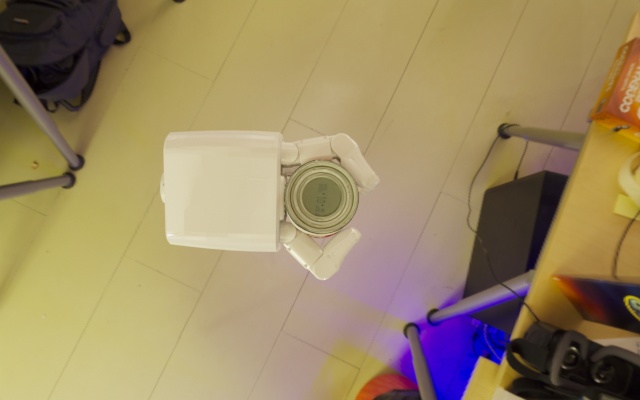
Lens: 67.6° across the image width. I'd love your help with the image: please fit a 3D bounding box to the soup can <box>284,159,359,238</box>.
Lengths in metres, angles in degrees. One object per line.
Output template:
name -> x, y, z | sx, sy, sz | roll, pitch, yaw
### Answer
soup can -> 0.001, 0.002, 0.465 | 0.068, 0.068, 0.102 | 0, -6, -1
